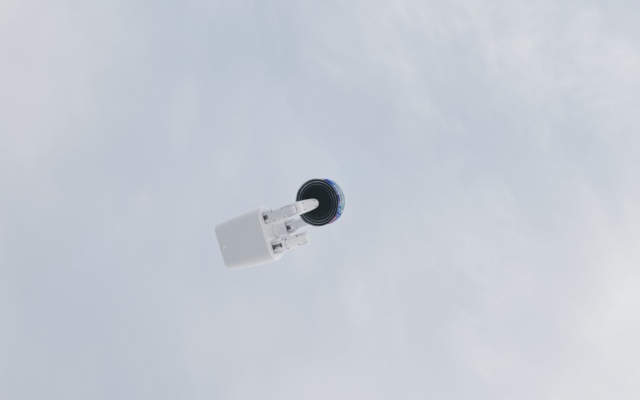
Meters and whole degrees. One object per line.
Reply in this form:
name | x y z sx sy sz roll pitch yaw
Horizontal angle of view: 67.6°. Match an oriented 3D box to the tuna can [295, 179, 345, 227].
tuna can | 0.000 0.003 0.860 0.086 0.086 0.034 0 4 27
